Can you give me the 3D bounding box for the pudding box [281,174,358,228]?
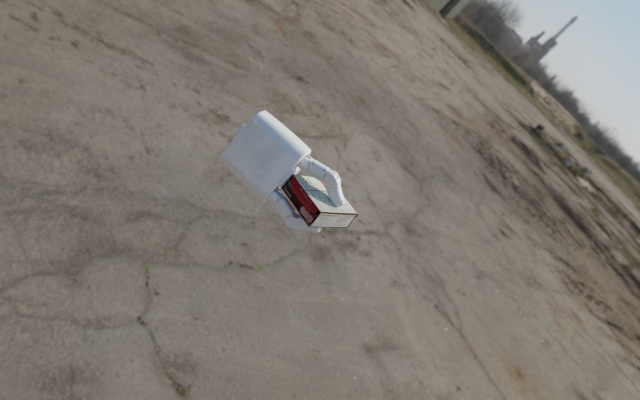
[{"bbox_3d":[0.000,0.002,0.805,0.113,0.090,0.039,3,-46,-51],"label":"pudding box"}]
